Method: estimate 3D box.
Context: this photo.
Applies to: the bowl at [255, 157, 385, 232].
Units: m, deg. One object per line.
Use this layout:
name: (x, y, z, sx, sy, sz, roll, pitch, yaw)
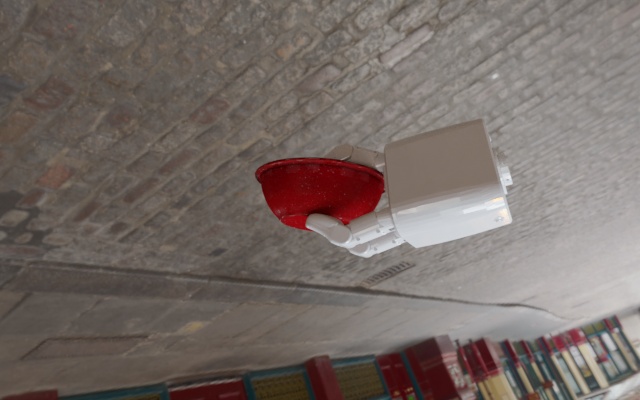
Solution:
bowl: (-0.001, 0.002, 0.567, 0.162, 0.055, 0.162, 5, -15, 1)
